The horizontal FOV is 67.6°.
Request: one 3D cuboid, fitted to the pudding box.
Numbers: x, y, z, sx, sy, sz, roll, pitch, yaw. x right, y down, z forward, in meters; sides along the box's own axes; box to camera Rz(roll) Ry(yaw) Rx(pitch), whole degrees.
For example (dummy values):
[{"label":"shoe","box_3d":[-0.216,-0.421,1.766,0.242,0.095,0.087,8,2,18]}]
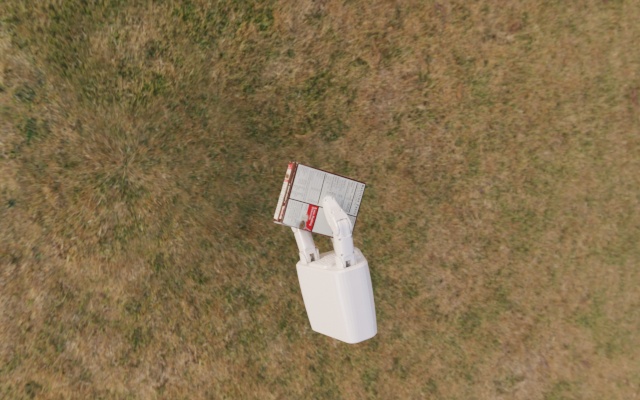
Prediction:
[{"label":"pudding box","box_3d":[0.000,0.002,0.673,0.113,0.090,0.039,16,-2,-23]}]
